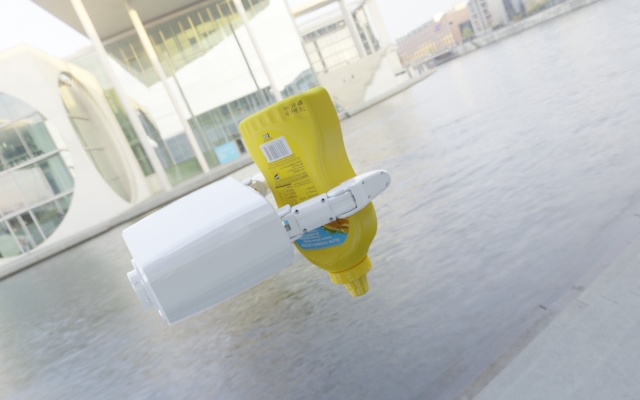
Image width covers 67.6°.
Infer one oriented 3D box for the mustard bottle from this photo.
[{"bbox_3d":[0.000,0.001,0.436,0.096,0.191,0.058,-14,14,43],"label":"mustard bottle"}]
